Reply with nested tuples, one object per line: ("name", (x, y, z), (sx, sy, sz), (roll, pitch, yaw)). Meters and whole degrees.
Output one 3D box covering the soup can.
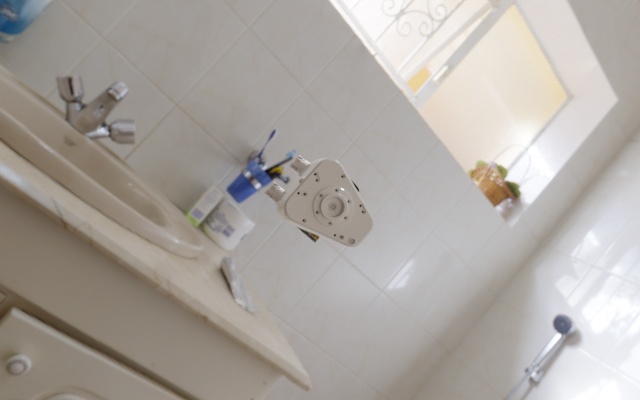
("soup can", (0.000, 0.002, 0.708), (0.068, 0.102, 0.068), (41, -5, 4))
